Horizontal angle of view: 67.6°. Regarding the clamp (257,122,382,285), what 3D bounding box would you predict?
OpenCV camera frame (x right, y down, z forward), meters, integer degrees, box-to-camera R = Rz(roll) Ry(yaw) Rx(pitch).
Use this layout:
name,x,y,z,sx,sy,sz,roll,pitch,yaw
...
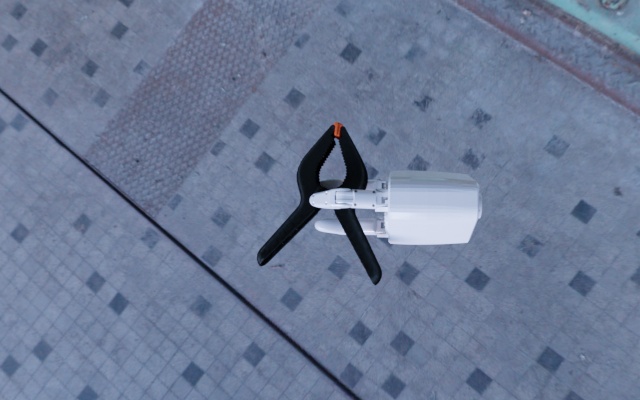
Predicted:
name,x,y,z,sx,sy,sz,roll,pitch,yaw
clamp,0.000,0.001,0.628,0.164,0.210,0.036,1,-8,9
